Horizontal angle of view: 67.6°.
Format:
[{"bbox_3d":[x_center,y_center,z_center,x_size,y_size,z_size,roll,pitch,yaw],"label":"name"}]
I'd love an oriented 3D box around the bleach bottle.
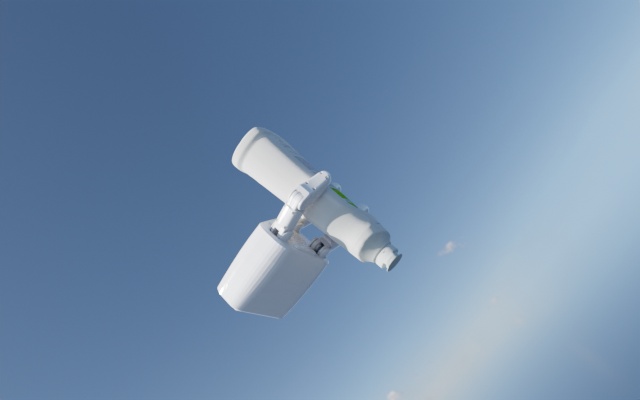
[{"bbox_3d":[0.000,0.002,0.629,0.250,0.068,0.102,40,10,24],"label":"bleach bottle"}]
